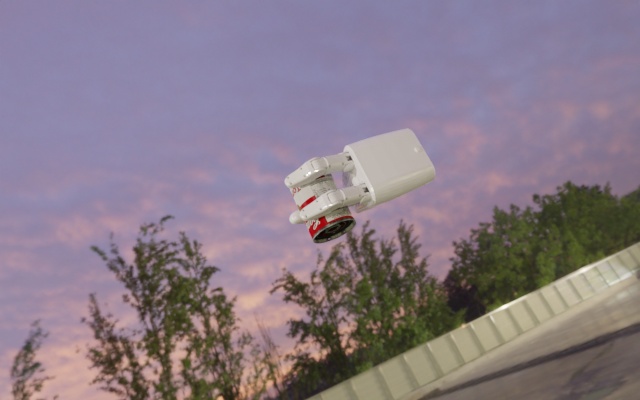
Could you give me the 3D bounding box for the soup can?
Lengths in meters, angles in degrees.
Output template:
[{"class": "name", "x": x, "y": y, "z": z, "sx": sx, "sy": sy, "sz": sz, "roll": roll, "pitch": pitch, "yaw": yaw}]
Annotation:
[{"class": "soup can", "x": 0.000, "y": 0.002, "z": 0.700, "sx": 0.068, "sy": 0.102, "sz": 0.068, "roll": -22, "pitch": -21, "yaw": -9}]
